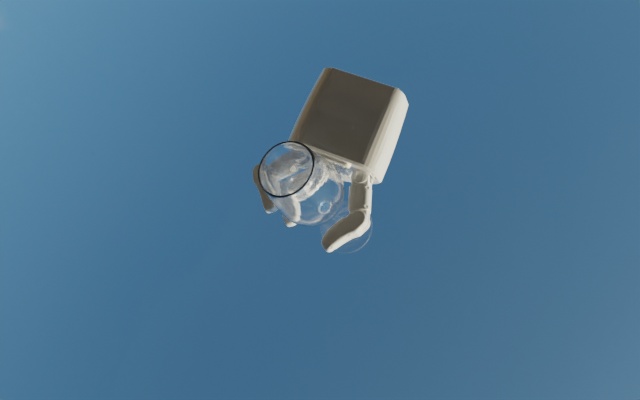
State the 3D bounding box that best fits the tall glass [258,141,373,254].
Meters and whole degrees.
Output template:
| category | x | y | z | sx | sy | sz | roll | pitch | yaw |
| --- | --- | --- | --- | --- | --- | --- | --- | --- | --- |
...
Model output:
| category | x | y | z | sx | sy | sz | roll | pitch | yaw |
| --- | --- | --- | --- | --- | --- | --- | --- | --- | --- |
| tall glass | 0.000 | 0.002 | 0.560 | 0.079 | 0.079 | 0.201 | 0 | -20 | 22 |
